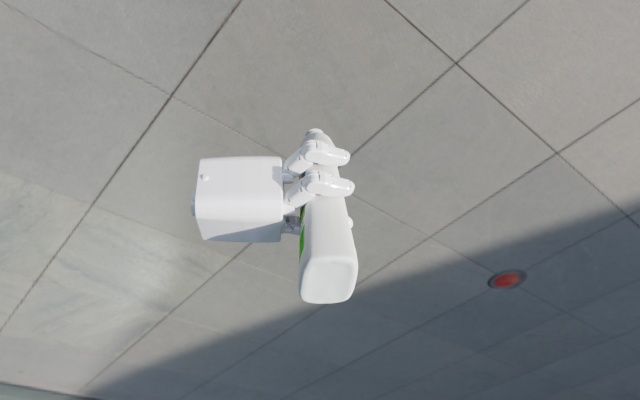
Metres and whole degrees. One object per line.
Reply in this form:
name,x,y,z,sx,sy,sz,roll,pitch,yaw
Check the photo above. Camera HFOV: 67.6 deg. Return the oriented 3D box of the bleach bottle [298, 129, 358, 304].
bleach bottle,0.000,0.002,0.634,0.068,0.250,0.103,0,-42,-7
